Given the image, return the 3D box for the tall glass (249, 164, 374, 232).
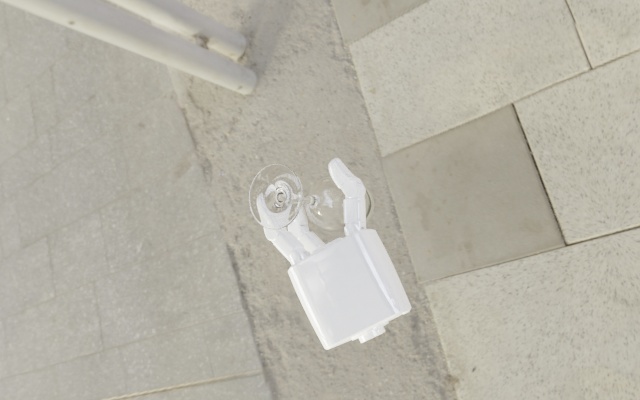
[{"bbox_3d":[0.000,0.002,0.620,0.079,0.079,0.201,0,-3,31],"label":"tall glass"}]
